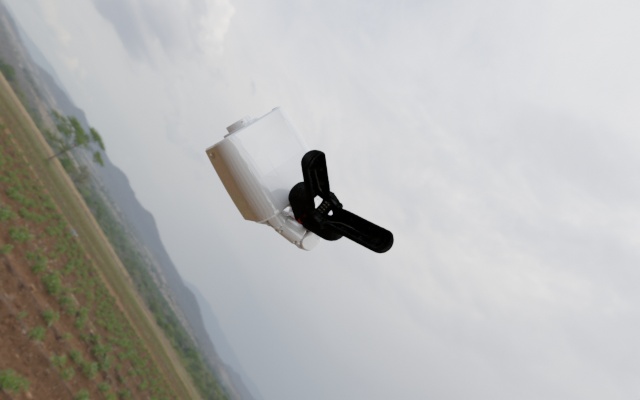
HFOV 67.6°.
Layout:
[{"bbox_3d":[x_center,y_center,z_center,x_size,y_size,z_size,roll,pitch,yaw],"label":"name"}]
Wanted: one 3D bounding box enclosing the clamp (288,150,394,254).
[{"bbox_3d":[0.001,0.001,0.509,0.039,0.120,0.171,-38,14,-21],"label":"clamp"}]
